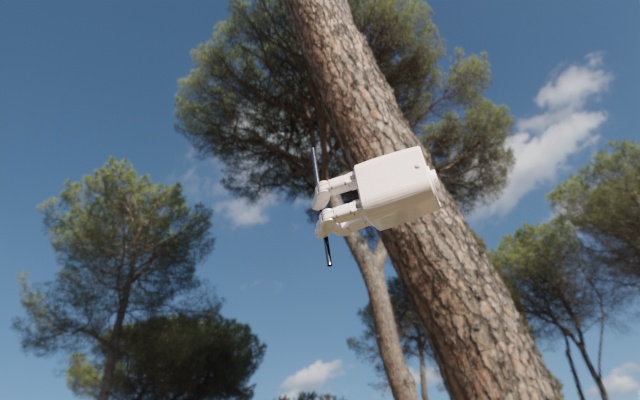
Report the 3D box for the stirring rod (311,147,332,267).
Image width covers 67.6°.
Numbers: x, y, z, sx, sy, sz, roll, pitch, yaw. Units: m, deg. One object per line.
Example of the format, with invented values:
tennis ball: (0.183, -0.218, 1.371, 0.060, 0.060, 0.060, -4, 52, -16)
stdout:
stirring rod: (0.000, 0.003, 0.796, 0.011, 0.239, 0.011, -5, -36, -4)
